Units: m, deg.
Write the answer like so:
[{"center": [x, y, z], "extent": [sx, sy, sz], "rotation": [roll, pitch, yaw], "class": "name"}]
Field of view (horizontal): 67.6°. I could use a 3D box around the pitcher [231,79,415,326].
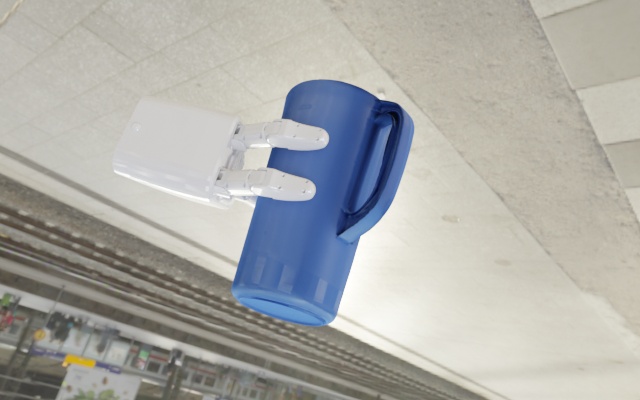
[{"center": [0.000, 0.002, 0.506], "extent": [0.145, 0.242, 0.149], "rotation": [15, -23, 2], "class": "pitcher"}]
